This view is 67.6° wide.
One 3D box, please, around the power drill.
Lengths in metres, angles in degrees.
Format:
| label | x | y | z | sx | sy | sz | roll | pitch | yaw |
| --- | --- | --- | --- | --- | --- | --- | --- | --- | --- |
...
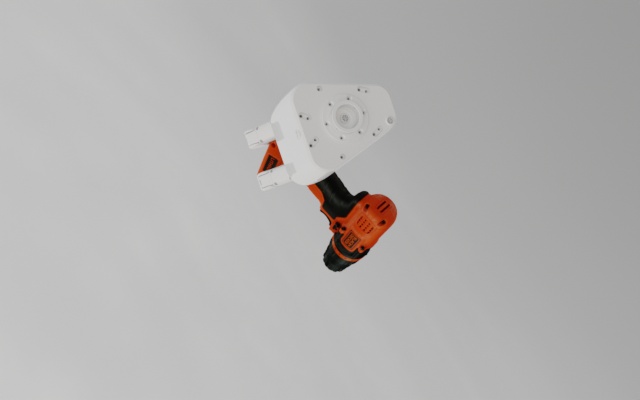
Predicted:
| label | x | y | z | sx | sy | sz | roll | pitch | yaw |
| --- | --- | --- | --- | --- | --- | --- | --- | --- | --- |
| power drill | 0.000 | 0.002 | 0.644 | 0.057 | 0.187 | 0.184 | -40 | -9 | -35 |
